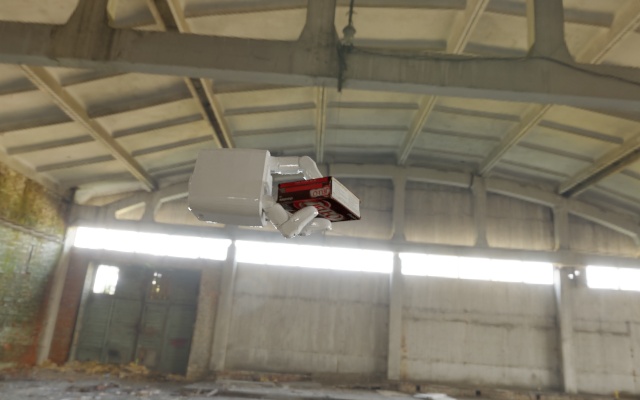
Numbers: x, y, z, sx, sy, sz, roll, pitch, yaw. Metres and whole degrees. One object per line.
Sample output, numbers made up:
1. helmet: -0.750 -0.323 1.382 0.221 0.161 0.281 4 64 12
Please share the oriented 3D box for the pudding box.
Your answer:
1. pudding box: 0.000 0.002 0.719 0.090 0.039 0.113 -6 -19 26
